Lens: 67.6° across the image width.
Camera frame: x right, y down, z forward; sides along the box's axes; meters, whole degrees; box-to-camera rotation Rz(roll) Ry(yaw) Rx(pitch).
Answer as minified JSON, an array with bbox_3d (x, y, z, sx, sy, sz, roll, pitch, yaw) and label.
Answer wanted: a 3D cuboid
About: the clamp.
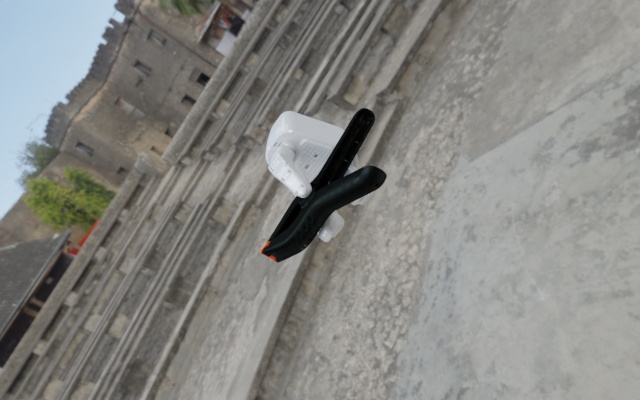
[{"bbox_3d":[-0.001,0.002,0.536,0.036,0.210,0.164,33,20,-16],"label":"clamp"}]
